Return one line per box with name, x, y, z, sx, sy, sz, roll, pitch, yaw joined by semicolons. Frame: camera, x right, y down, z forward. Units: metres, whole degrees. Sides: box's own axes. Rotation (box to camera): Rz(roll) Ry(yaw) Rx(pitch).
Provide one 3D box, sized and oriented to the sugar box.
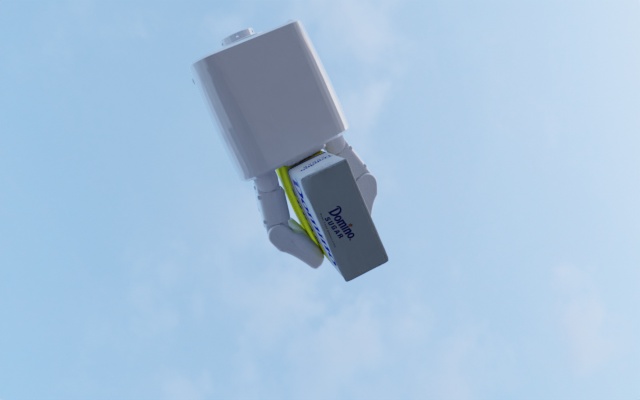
sugar box;-0.001;0.002;0.445;0.048;0.093;0.176;-25;14;-5
